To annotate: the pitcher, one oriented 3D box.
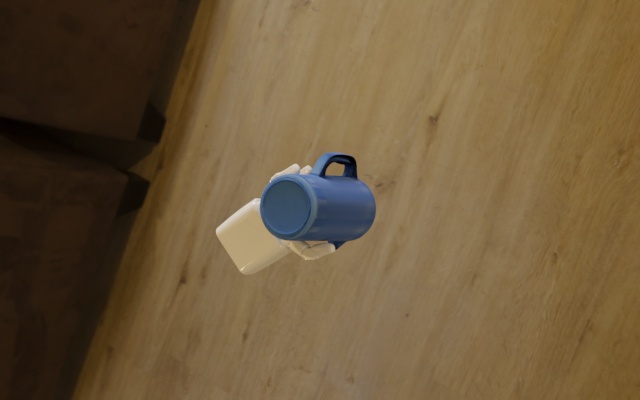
[{"bbox_3d":[0.000,0.003,0.861,0.145,0.149,0.243,-34,-16,21],"label":"pitcher"}]
